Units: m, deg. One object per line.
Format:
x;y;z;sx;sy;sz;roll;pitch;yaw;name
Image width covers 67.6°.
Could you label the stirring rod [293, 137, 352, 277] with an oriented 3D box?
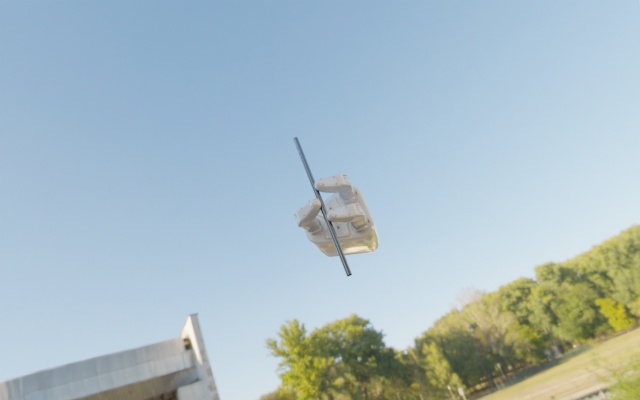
0.000;0.002;0.713;0.011;0.239;0.011;-18;-25;-9;stirring rod
